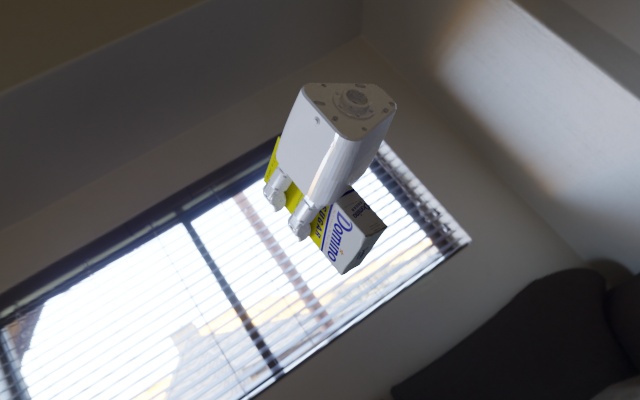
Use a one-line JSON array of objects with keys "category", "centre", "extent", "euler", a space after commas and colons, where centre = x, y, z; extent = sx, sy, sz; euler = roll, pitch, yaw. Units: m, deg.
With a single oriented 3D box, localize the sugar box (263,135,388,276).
[{"category": "sugar box", "centre": [0.000, 0.002, 0.617], "extent": [0.048, 0.176, 0.093], "euler": [-23, -27, -35]}]
